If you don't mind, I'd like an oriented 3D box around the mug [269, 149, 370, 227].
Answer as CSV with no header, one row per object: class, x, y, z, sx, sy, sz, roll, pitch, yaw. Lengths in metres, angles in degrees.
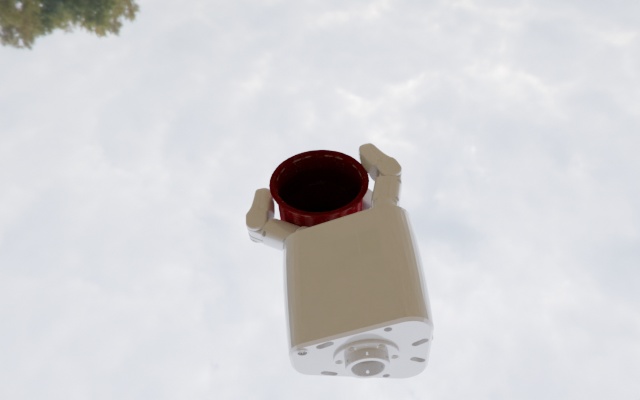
mug,0.000,0.001,0.480,0.093,0.082,0.117,-3,44,1
